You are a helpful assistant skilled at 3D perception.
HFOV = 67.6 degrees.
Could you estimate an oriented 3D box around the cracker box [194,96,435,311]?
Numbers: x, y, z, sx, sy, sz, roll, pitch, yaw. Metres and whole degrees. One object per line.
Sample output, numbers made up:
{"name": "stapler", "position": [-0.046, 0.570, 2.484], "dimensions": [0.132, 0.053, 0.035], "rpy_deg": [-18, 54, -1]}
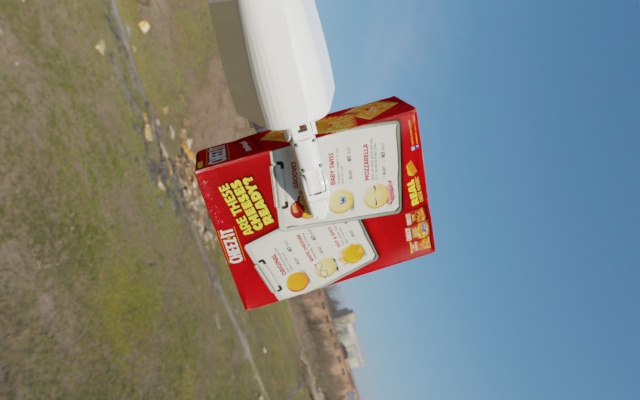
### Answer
{"name": "cracker box", "position": [0.000, 0.002, 0.495], "dimensions": [0.213, 0.164, 0.072], "rpy_deg": [-16, 26, -5]}
